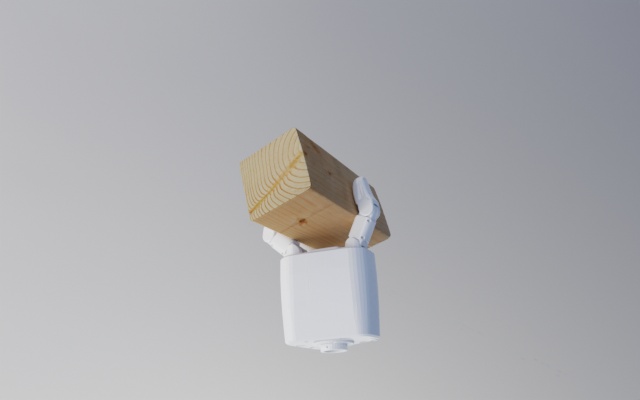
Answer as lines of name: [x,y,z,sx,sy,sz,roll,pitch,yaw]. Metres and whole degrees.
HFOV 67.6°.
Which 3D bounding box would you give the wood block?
wood block: [0.000,0.002,0.634,0.091,0.090,0.206,-29,-33,22]
